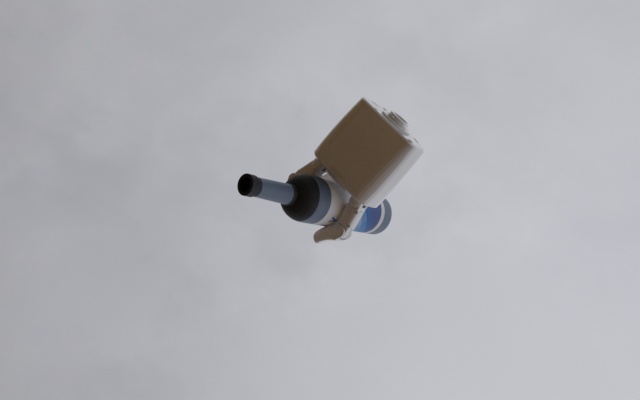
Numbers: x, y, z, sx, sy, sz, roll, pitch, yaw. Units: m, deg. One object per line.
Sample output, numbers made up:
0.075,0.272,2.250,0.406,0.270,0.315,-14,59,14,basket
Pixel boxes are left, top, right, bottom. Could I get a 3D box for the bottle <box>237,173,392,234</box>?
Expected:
0.000,0.002,0.681,0.069,0.069,0.296,0,-8,38,bottle
